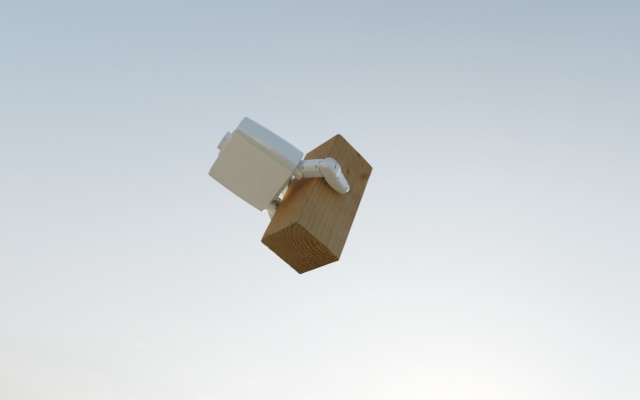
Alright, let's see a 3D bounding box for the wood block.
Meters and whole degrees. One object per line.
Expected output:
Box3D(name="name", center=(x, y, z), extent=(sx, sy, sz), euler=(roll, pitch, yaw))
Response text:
Box3D(name="wood block", center=(0.000, 0.002, 0.757), extent=(0.090, 0.206, 0.091), euler=(43, -45, -21))
